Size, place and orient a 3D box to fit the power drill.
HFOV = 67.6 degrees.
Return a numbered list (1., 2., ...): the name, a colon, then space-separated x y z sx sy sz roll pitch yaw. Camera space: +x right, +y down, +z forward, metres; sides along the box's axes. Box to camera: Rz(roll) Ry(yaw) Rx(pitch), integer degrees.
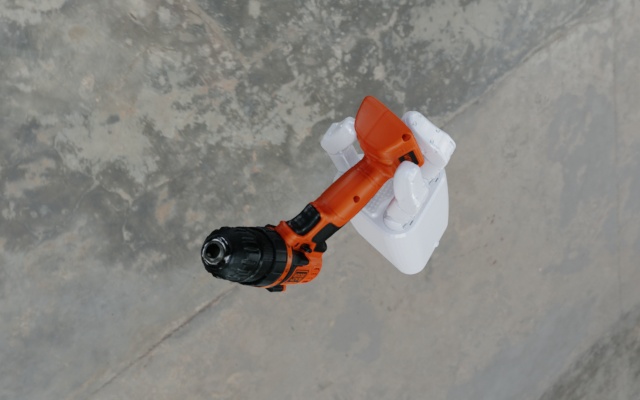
1. power drill: 0.001 0.001 0.413 0.187 0.057 0.184 -45 -18 7
